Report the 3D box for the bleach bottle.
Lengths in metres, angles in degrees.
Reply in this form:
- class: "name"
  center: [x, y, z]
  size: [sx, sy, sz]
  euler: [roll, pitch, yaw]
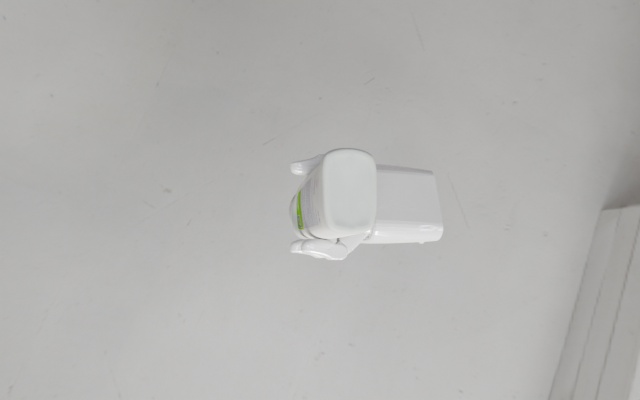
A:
- class: "bleach bottle"
  center: [0.000, 0.002, 0.655]
  size: [0.068, 0.102, 0.251]
  euler: [1, -6, -16]
